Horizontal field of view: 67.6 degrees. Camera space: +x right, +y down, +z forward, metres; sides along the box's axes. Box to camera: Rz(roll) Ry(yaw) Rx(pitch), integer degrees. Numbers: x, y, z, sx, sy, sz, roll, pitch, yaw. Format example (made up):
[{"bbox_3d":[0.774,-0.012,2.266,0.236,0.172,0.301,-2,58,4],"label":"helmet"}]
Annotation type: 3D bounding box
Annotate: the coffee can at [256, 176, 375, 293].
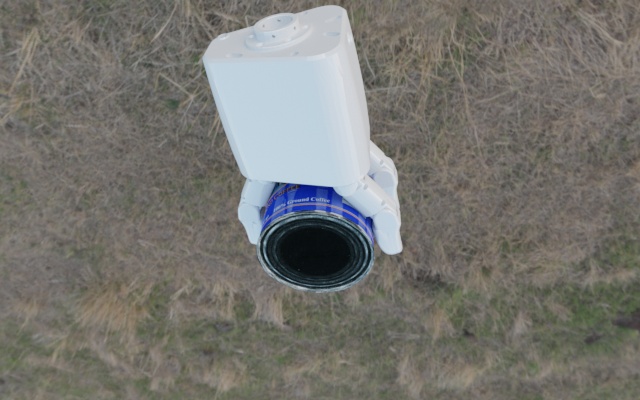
[{"bbox_3d":[0.000,0.002,0.461,0.103,0.103,0.140,0,42,5],"label":"coffee can"}]
